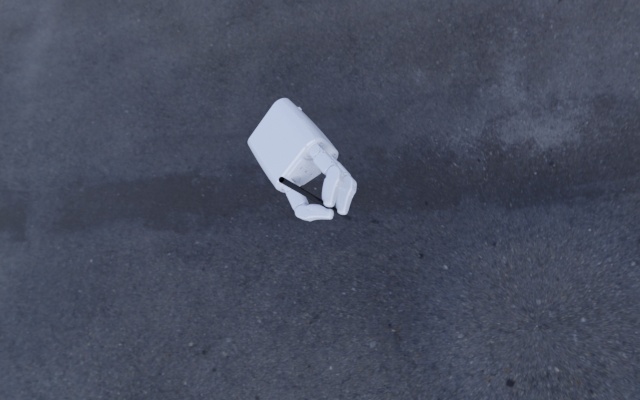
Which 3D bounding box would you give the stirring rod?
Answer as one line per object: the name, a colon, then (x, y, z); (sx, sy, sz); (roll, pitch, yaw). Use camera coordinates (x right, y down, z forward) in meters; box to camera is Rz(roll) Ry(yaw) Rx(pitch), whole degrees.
stirring rod: (0.000, 0.002, 0.693); (0.011, 0.011, 0.239); (0, -13, 24)
